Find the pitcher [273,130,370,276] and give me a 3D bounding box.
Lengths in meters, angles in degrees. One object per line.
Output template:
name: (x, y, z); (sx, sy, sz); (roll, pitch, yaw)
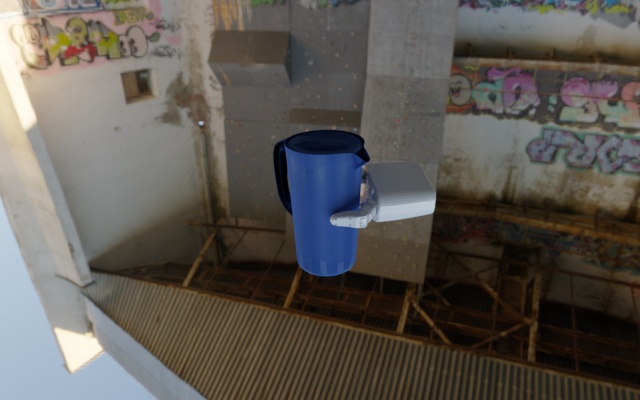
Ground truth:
pitcher: (0.000, 0.003, 0.841); (0.145, 0.243, 0.149); (-6, 26, -11)
